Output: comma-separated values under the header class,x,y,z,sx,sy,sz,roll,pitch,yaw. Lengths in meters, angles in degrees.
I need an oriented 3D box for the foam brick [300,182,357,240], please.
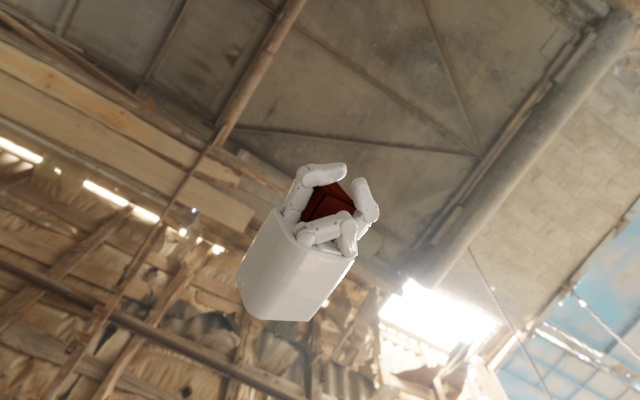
class,x,y,z,sx,sy,sz,roll,pitch,yaw
foam brick,0.000,0.002,0.602,0.053,0.051,0.078,24,16,-30
